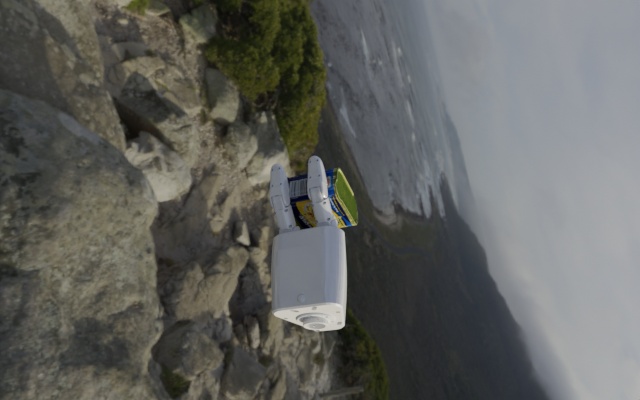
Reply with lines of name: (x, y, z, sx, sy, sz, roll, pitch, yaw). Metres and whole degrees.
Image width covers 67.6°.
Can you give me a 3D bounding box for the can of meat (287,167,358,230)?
can of meat: (0.000, 0.002, 0.684, 0.084, 0.057, 0.102, -11, -37, 18)
